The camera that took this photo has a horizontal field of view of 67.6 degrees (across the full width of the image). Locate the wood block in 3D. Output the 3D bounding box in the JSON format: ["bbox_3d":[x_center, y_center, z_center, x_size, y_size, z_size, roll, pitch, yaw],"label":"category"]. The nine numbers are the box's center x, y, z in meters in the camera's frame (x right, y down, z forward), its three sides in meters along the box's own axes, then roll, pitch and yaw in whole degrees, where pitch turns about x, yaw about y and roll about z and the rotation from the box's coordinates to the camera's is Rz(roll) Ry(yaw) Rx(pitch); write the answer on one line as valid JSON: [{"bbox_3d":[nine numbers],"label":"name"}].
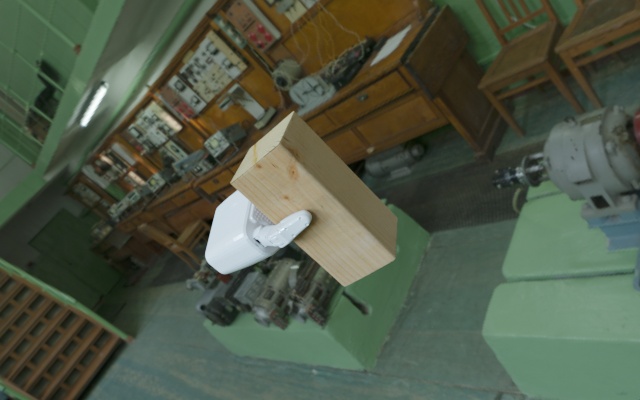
[{"bbox_3d":[0.000,0.002,0.612,0.090,0.206,0.090,-34,23,30],"label":"wood block"}]
